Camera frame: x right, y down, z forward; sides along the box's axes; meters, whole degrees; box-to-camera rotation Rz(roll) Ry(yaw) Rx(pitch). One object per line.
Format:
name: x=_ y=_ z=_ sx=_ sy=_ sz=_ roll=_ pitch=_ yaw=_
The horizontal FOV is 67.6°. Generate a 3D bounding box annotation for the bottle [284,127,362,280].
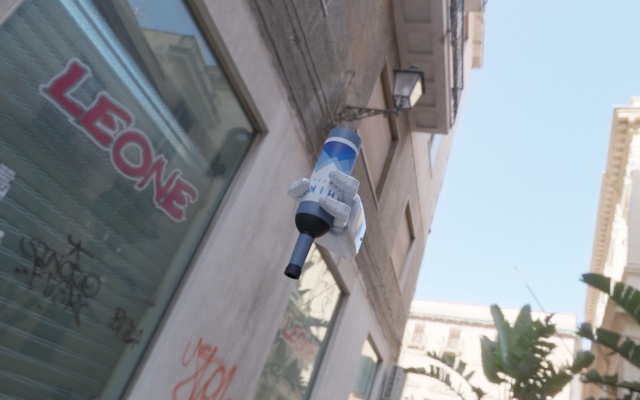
bottle: x=0.000 y=0.003 z=0.853 sx=0.069 sy=0.295 sz=0.069 roll=17 pitch=-27 yaw=9
